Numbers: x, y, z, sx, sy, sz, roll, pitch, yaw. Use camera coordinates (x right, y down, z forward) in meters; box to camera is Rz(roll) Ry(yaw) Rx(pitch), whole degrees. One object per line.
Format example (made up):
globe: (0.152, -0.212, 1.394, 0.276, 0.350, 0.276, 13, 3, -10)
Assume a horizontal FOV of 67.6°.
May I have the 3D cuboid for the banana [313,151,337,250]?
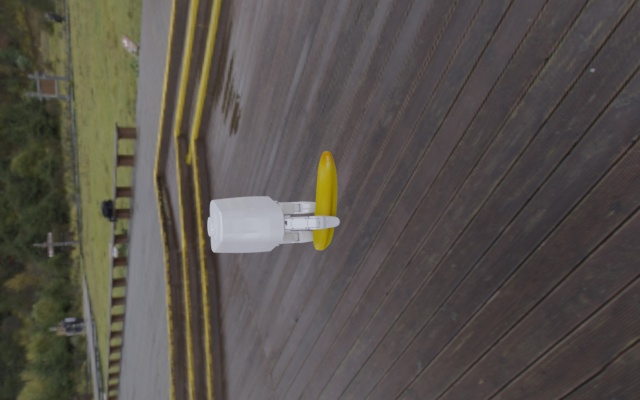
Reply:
banana: (0.005, 0.013, 0.860, 0.037, 0.198, 0.069, -1, 24, -18)
